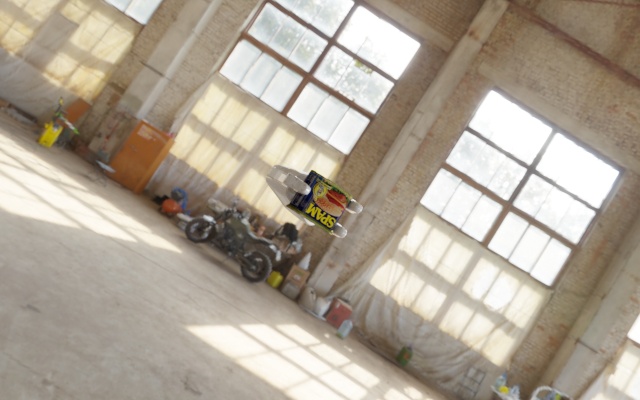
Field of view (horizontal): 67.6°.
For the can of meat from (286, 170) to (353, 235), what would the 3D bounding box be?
[{"bbox_3d":[0.000,0.003,0.893,0.102,0.084,0.057,34,-4,-33],"label":"can of meat"}]
